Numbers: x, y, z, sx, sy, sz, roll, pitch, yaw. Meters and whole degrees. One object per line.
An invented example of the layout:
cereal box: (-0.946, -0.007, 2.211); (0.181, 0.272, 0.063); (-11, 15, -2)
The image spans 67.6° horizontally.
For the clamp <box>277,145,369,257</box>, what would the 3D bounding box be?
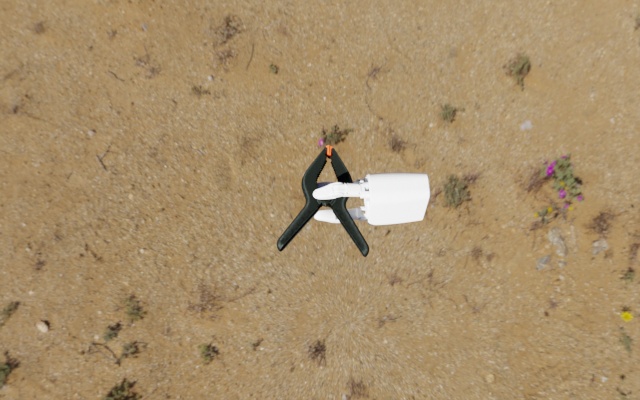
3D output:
clamp: (0.000, 0.002, 0.872); (0.164, 0.210, 0.036); (-3, -14, -1)
